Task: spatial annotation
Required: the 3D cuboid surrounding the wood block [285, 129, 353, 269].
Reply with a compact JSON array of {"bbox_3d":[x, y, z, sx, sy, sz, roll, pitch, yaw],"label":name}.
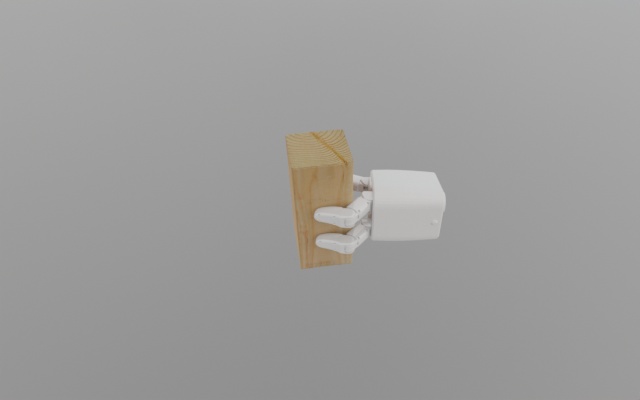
[{"bbox_3d":[0.000,0.002,0.753,0.090,0.206,0.090,-7,40,-5],"label":"wood block"}]
